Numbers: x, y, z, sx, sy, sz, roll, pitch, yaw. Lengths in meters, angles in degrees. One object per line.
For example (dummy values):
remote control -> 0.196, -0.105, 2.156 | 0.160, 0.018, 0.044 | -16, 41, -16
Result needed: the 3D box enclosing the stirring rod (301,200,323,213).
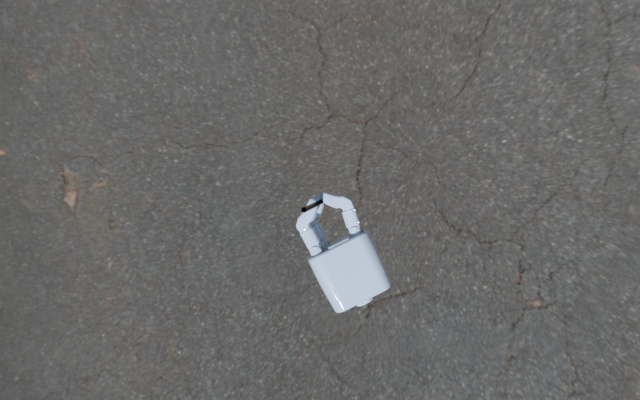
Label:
stirring rod -> 0.000, 0.003, 0.822 | 0.011, 0.011, 0.239 | 0, 5, 12
